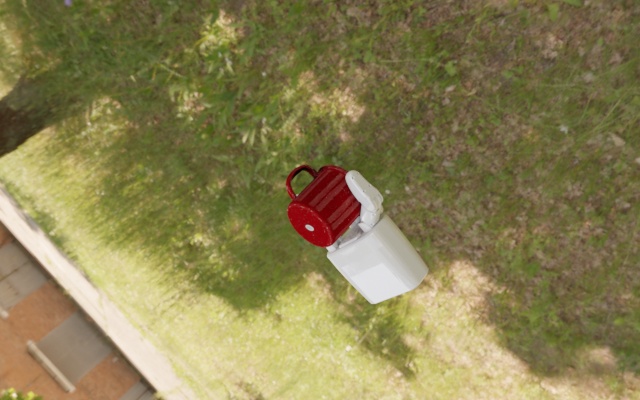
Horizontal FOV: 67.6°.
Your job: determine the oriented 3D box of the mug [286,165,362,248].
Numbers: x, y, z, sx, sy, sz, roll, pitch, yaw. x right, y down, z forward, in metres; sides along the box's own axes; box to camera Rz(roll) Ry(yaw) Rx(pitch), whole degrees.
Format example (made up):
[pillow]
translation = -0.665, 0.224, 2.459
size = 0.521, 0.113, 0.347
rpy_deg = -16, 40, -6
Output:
[mug]
translation = -0.001, 0.001, 0.664
size = 0.081, 0.117, 0.093
rpy_deg = -46, 7, -30
